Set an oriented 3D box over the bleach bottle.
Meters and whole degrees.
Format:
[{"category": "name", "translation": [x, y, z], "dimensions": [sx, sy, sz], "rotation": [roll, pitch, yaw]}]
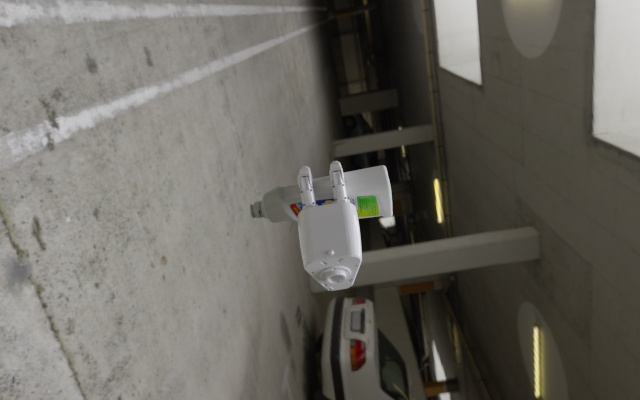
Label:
[{"category": "bleach bottle", "translation": [0.000, 0.003, 0.866], "dimensions": [0.251, 0.068, 0.103], "rotation": [-10, -37, 4]}]
